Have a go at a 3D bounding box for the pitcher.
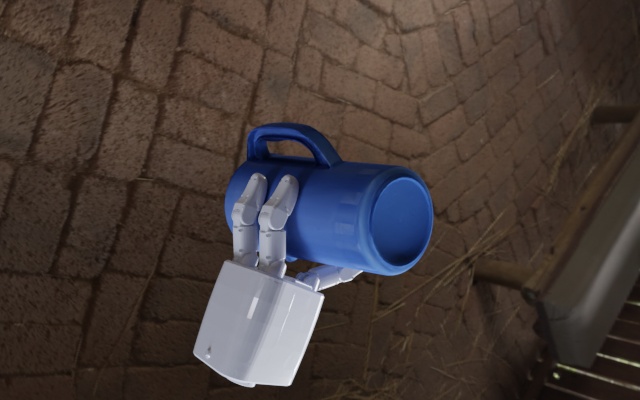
[{"bbox_3d":[0.000,0.002,0.547,0.149,0.145,0.243,30,-15,-37],"label":"pitcher"}]
